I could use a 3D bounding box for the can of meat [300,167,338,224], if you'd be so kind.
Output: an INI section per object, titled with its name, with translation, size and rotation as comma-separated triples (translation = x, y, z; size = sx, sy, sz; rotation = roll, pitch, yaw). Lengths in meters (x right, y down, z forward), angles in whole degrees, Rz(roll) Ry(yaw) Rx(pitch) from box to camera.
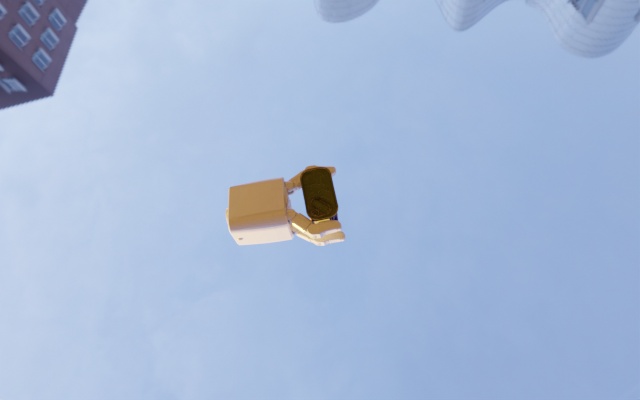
[can of meat]
translation = 0.000, 0.003, 0.882
size = 0.057, 0.102, 0.084
rotation = -11, -25, -1
